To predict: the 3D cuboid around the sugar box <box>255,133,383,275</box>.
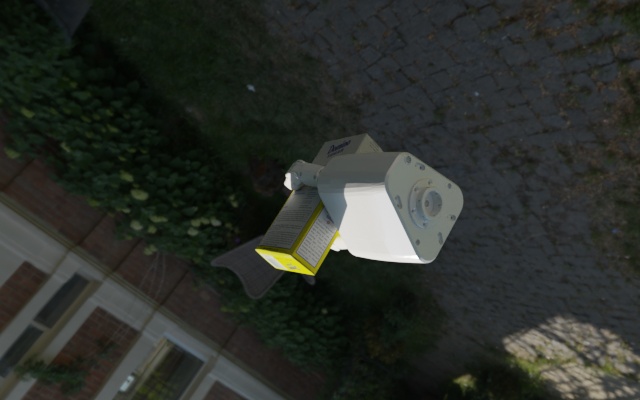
[{"bbox_3d":[0.000,0.002,0.576,0.048,0.176,0.093,45,-24,-25],"label":"sugar box"}]
